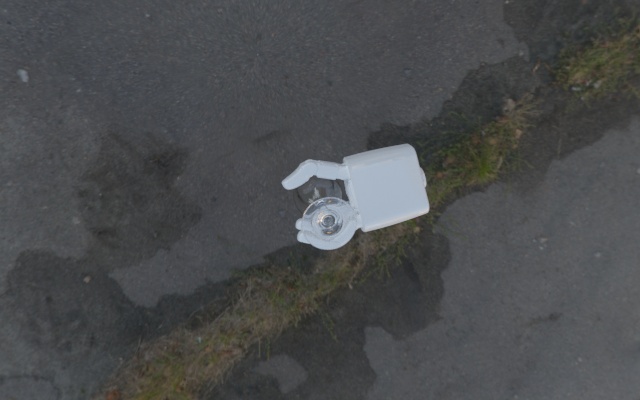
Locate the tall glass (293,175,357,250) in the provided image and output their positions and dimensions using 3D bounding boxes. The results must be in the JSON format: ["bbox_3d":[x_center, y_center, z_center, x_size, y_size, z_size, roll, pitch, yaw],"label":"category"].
[{"bbox_3d":[0.000,0.003,0.724,0.079,0.079,0.201,0,17,-8],"label":"tall glass"}]
